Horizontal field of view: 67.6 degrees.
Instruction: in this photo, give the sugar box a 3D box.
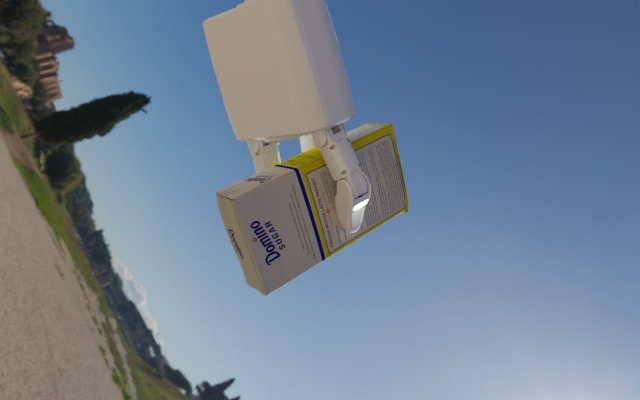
[{"bbox_3d":[0.000,0.001,0.438,0.176,0.093,0.048,-26,23,-26],"label":"sugar box"}]
